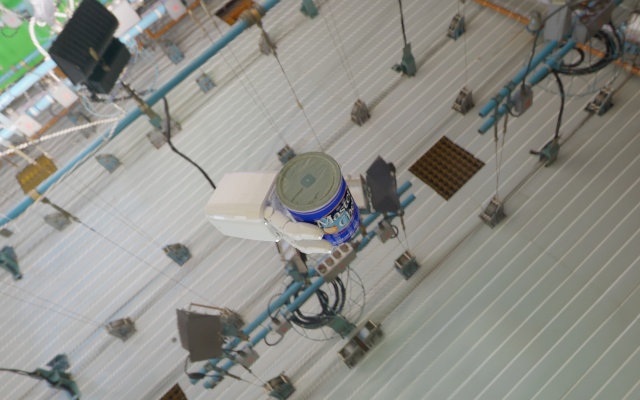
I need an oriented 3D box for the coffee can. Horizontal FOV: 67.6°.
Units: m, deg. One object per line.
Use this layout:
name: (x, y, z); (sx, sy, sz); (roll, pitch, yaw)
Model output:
coffee can: (0.000, 0.002, 0.766); (0.103, 0.102, 0.140); (0, -28, 19)
